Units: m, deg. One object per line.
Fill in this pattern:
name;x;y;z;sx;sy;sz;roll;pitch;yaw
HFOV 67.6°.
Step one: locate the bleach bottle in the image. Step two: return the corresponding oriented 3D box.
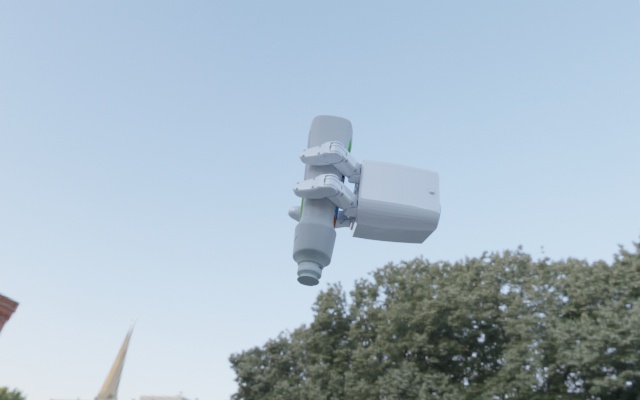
bleach bottle;0.000;0.002;0.663;0.068;0.250;0.103;8;-35;1
